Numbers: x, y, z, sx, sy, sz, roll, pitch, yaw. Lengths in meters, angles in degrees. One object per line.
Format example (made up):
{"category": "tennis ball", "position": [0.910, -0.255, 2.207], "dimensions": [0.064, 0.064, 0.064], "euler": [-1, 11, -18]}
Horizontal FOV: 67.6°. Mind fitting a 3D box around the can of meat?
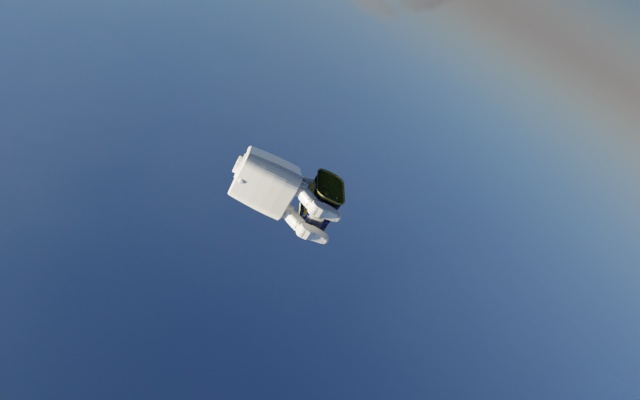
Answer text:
{"category": "can of meat", "position": [0.000, 0.003, 0.896], "dimensions": [0.057, 0.084, 0.102], "euler": [25, 29, -14]}
